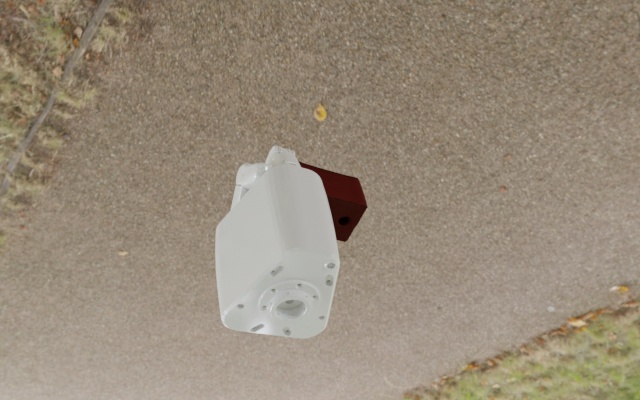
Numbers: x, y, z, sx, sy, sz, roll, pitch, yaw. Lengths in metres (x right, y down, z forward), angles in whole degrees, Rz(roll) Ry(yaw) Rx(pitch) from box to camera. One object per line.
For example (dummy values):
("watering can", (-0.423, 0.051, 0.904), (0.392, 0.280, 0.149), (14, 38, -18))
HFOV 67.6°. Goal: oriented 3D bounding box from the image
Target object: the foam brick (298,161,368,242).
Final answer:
("foam brick", (0.000, 0.002, 0.492), (0.078, 0.053, 0.051), (14, 34, -22))
